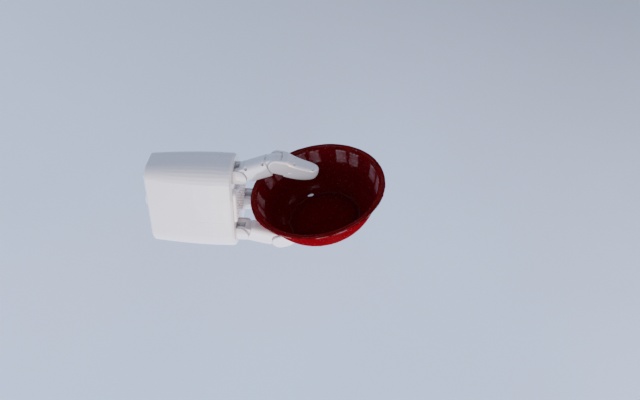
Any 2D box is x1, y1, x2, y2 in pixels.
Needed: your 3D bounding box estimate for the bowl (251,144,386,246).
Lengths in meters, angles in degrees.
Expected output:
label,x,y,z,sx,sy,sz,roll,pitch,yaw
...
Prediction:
label,x,y,z,sx,sy,sz,roll,pitch,yaw
bowl,0.001,0.002,0.579,0.162,0.055,0.162,-8,44,7
